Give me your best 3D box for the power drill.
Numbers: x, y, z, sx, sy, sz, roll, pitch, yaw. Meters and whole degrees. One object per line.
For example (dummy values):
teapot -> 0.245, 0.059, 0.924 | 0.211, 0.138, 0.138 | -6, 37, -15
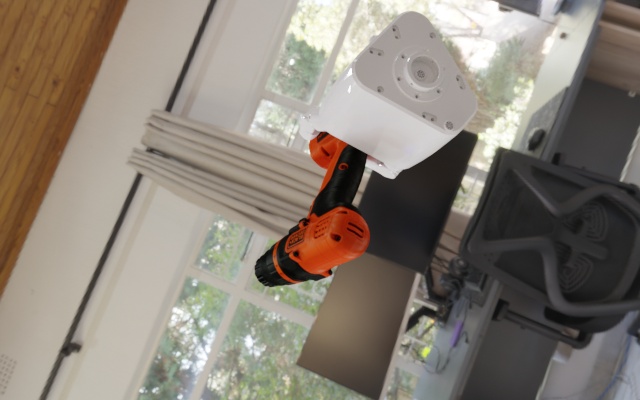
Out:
power drill -> 0.000, 0.001, 0.528 | 0.057, 0.187, 0.184 | 30, -33, -23
